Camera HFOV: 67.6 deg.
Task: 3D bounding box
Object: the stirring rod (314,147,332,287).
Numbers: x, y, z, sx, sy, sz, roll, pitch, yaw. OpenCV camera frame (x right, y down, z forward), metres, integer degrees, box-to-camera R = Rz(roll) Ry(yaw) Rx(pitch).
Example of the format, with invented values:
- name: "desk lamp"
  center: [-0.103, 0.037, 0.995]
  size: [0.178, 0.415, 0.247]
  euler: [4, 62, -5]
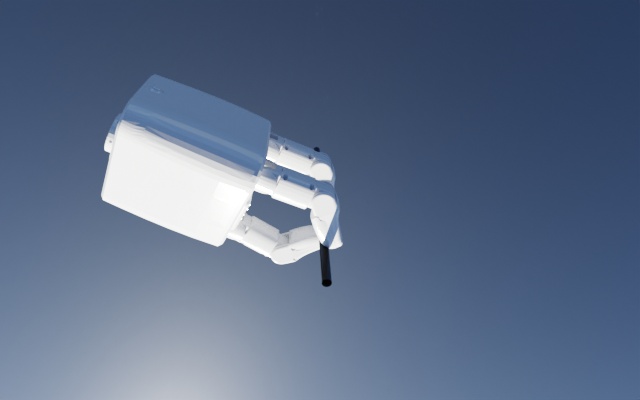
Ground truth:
- name: "stirring rod"
  center: [0.000, 0.002, 0.471]
  size: [0.011, 0.011, 0.239]
  euler: [0, 31, -3]
